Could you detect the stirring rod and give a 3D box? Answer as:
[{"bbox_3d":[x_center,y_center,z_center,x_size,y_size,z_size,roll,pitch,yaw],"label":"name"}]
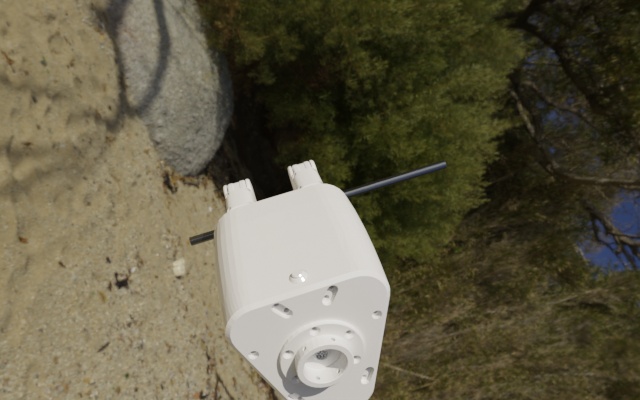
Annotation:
[{"bbox_3d":[0.000,0.002,0.432,0.239,0.011,0.011,-17,1,-5],"label":"stirring rod"}]
